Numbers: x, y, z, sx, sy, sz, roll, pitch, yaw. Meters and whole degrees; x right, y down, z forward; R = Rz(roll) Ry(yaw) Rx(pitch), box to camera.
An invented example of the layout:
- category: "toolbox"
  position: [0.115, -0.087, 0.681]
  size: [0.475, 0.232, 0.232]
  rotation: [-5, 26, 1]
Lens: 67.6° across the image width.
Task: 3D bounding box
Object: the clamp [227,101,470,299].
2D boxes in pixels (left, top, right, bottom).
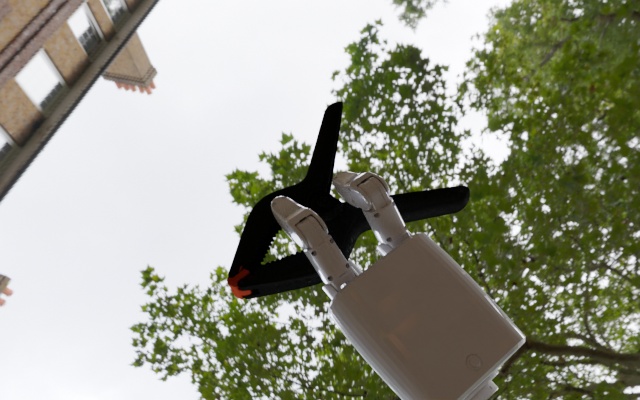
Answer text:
- category: "clamp"
  position: [0.000, 0.002, 0.418]
  size: [0.210, 0.164, 0.036]
  rotation: [-34, -30, -17]
